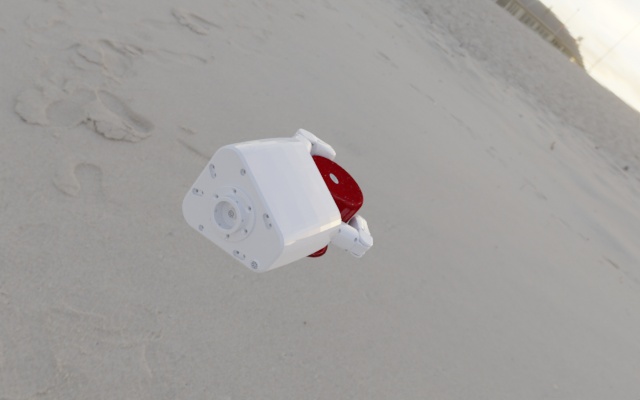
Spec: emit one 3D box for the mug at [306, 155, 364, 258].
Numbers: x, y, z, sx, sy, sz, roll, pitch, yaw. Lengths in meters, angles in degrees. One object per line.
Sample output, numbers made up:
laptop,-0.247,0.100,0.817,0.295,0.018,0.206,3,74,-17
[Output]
mug,0.001,0.002,0.553,0.081,0.093,0.117,-49,-15,26
